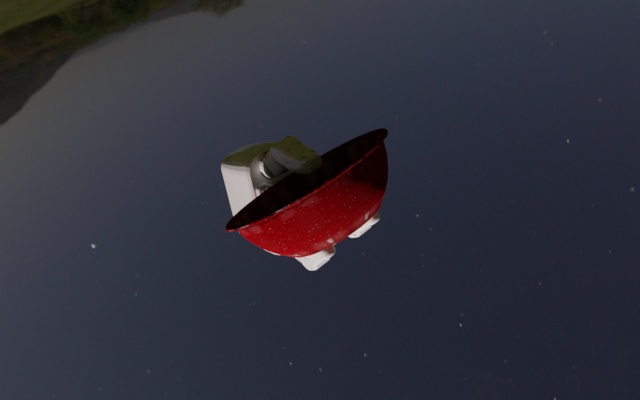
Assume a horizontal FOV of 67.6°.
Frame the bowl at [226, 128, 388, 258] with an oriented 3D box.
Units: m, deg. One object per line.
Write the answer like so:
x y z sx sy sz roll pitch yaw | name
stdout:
0.001 0.002 0.416 0.162 0.055 0.162 -31 10 6 | bowl
